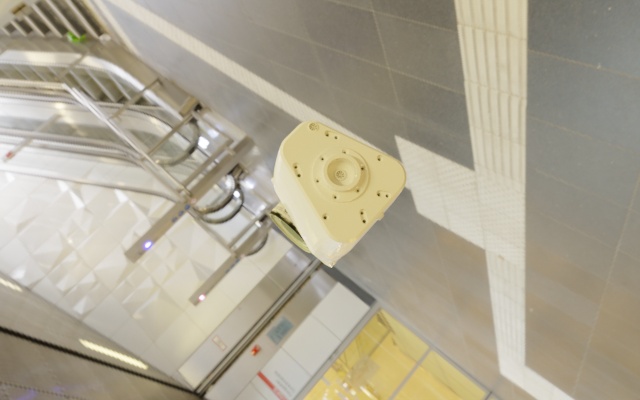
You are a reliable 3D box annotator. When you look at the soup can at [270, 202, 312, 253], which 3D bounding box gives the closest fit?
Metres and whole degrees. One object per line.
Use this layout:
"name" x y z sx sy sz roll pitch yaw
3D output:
"soup can" 0.000 0.002 0.548 0.068 0.102 0.068 40 -14 12
